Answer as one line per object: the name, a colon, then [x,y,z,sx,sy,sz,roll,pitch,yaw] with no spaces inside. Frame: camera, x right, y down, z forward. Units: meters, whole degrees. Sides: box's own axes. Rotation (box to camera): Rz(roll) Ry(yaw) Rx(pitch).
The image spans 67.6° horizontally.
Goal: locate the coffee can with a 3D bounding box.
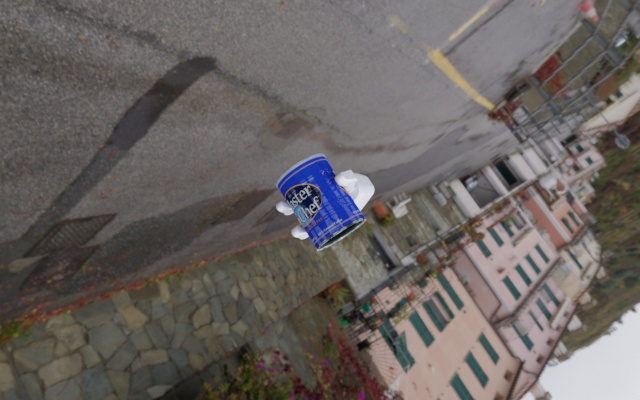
coffee can: [0.000,0.003,0.842,0.103,0.140,0.103,-31,-12,-7]
